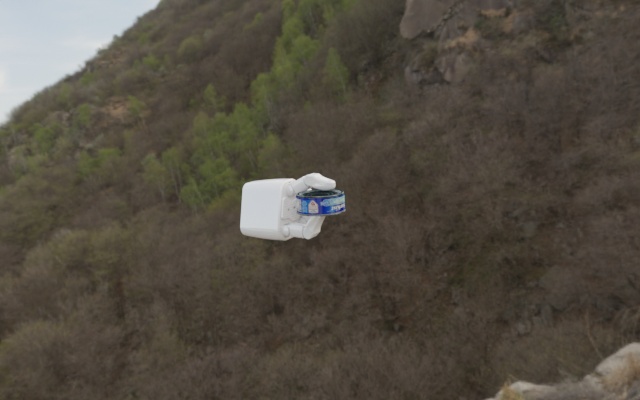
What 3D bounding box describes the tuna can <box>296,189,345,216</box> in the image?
[{"bbox_3d":[0.000,0.002,0.831,0.086,0.034,0.086,-3,10,1],"label":"tuna can"}]
